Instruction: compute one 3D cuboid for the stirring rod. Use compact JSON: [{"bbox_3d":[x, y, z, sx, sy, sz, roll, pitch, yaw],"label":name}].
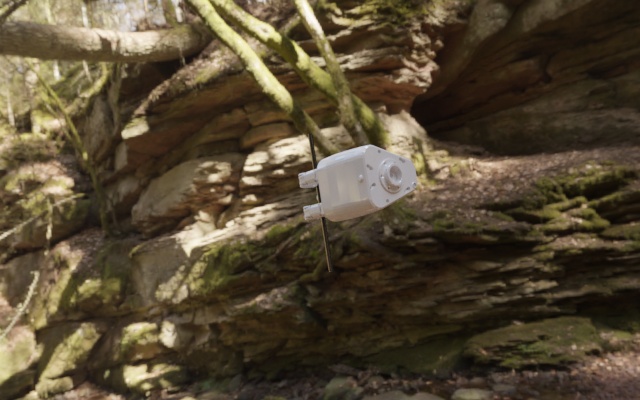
[{"bbox_3d":[0.000,0.003,0.821,0.011,0.239,0.011,-9,-5,-1],"label":"stirring rod"}]
